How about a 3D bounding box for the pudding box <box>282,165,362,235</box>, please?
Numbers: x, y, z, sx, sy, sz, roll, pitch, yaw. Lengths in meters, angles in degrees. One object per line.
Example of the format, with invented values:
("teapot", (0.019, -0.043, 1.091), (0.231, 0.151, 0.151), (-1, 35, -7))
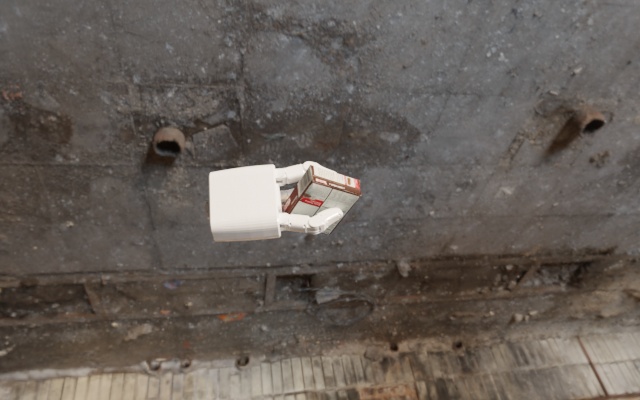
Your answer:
("pudding box", (0.000, 0.003, 0.770), (0.090, 0.039, 0.113), (15, -44, -23))
